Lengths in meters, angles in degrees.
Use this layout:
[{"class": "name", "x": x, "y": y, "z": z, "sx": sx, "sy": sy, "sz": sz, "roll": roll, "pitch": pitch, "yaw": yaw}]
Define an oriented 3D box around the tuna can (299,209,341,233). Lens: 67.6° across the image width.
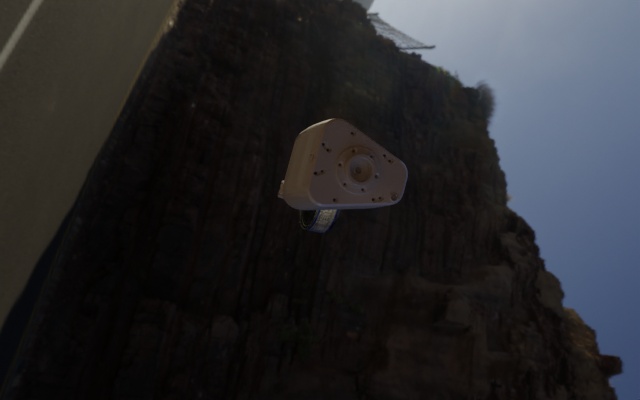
[{"class": "tuna can", "x": 0.001, "y": 0.002, "z": 0.668, "sx": 0.034, "sy": 0.086, "sz": 0.086, "roll": 13, "pitch": -4, "yaw": -19}]
